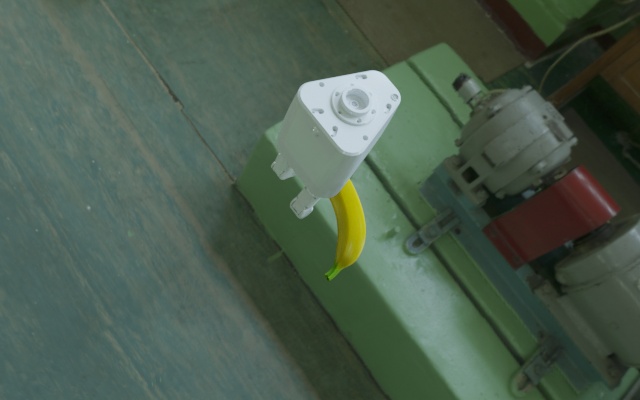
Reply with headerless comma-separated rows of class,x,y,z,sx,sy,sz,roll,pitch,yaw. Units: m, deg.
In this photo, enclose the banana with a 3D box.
banana,0.019,0.002,0.636,0.069,0.197,0.037,-9,-16,-16
